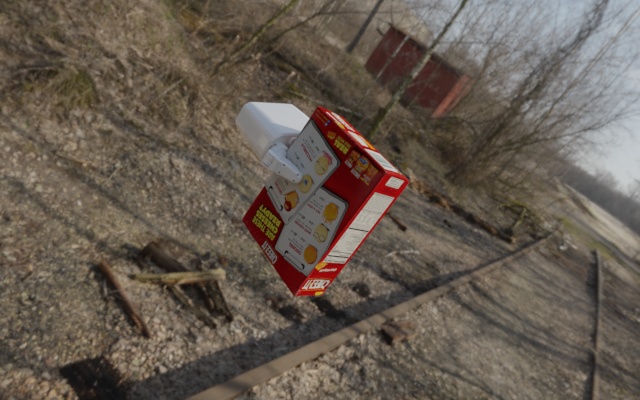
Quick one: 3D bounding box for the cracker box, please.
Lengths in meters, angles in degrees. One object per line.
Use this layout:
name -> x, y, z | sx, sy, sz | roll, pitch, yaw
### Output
cracker box -> 0.000, 0.002, 0.676 | 0.072, 0.214, 0.164 | 13, 29, -48
